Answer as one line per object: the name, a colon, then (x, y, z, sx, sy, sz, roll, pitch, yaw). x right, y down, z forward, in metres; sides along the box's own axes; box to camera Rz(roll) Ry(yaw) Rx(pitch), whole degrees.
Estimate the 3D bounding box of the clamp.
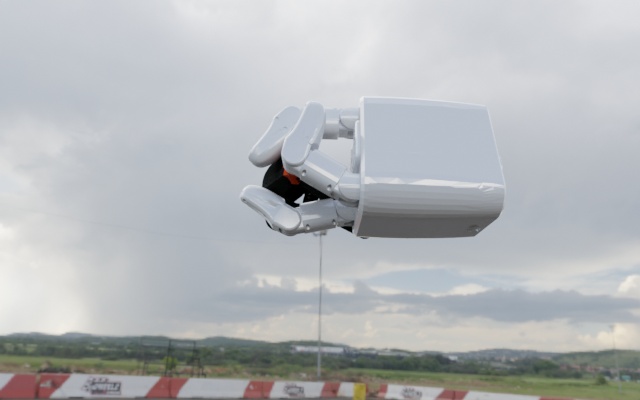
clamp: (0.000, 0.001, 0.458, 0.120, 0.039, 0.171, 2, -18, 0)
